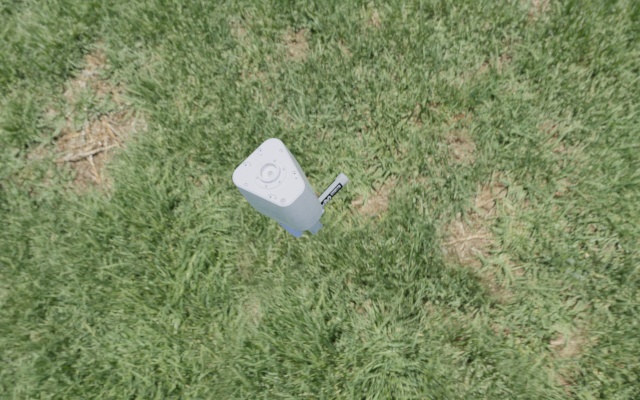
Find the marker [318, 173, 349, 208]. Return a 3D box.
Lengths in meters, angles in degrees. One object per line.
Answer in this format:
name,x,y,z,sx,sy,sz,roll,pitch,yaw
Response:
marker,0.000,0.003,0.803,0.020,0.121,0.020,43,-7,7
